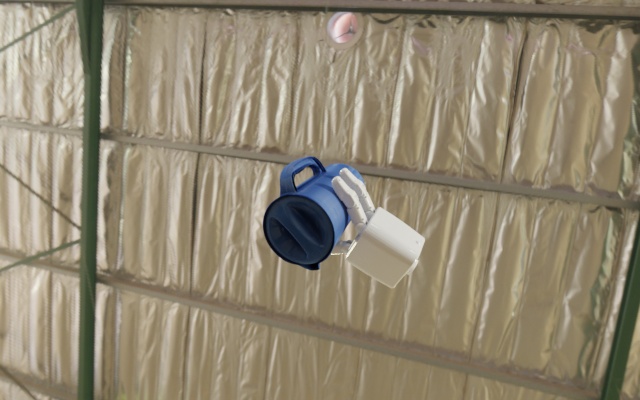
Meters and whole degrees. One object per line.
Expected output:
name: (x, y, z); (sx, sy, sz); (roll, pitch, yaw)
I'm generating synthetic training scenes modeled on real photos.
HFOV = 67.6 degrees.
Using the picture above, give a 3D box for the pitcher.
pitcher: (0.000, 0.003, 0.896); (0.145, 0.149, 0.242); (32, 29, 7)
